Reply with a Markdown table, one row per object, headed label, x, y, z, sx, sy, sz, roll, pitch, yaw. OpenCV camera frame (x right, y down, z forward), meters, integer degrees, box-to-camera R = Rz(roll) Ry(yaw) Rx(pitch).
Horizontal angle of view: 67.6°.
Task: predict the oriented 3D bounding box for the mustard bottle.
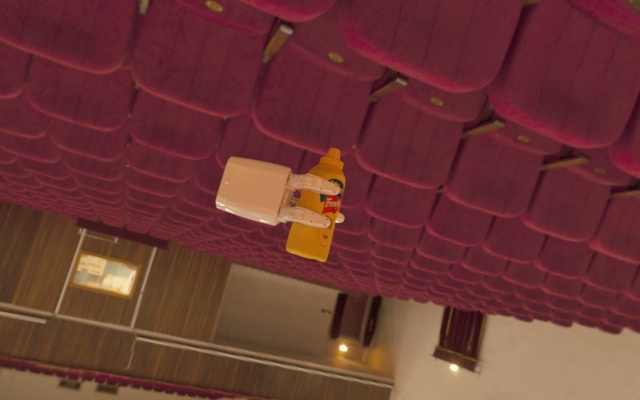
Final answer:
| label | x | y | z | sx | sy | sz | roll | pitch | yaw |
| --- | --- | --- | --- | --- | --- | --- | --- | --- | --- |
| mustard bottle | 0.000 | 0.003 | 0.809 | 0.058 | 0.191 | 0.096 | 10 | -11 | 30 |
